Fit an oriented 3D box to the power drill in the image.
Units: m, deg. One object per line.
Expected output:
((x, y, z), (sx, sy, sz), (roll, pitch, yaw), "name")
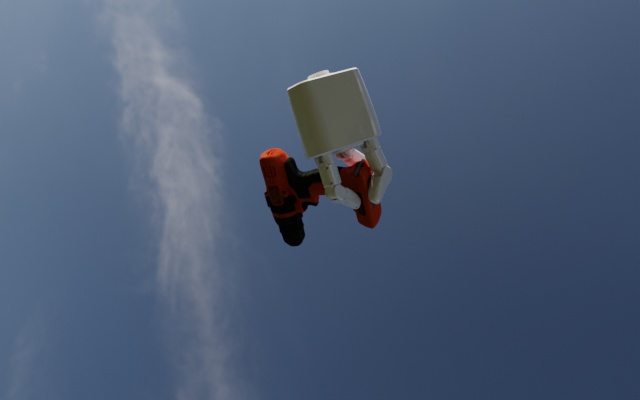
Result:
((0.001, 0.002, 0.776), (0.187, 0.184, 0.057), (1, 34, 23), "power drill")
